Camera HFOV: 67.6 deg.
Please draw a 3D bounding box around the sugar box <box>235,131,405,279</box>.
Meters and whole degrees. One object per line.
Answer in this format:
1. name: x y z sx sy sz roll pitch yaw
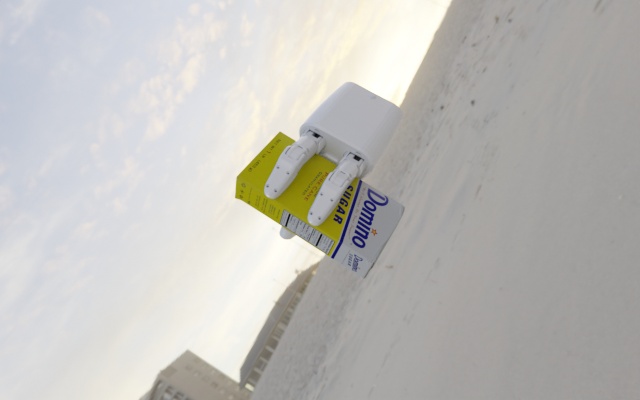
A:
1. sugar box: 0.000 0.001 0.544 0.176 0.093 0.048 30 -36 9
